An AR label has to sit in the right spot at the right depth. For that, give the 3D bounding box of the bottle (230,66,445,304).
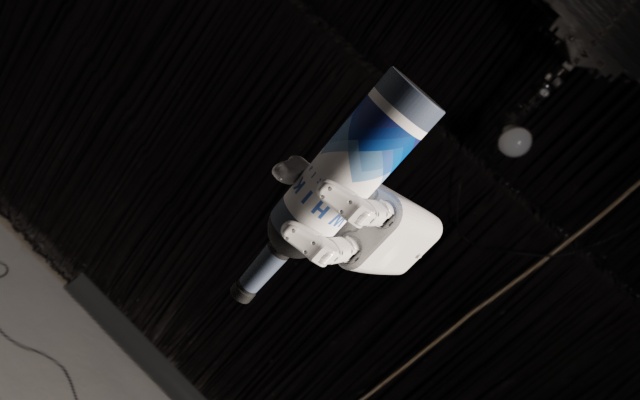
[{"bbox_3d":[0.000,0.001,0.491,0.069,0.296,0.069,36,20,-15],"label":"bottle"}]
